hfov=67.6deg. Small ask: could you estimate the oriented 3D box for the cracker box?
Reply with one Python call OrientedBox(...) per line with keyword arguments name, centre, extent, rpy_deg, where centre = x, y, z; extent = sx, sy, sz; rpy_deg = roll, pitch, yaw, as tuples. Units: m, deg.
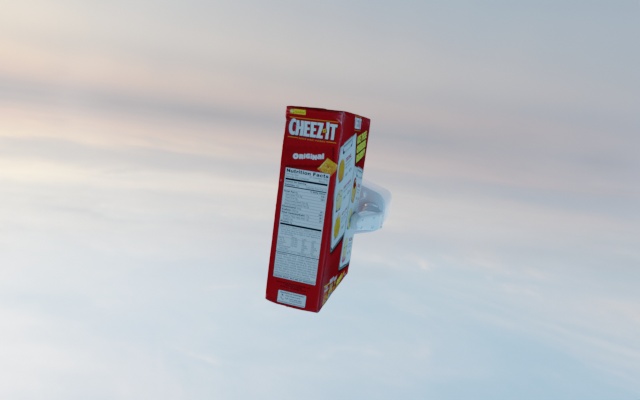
OrientedBox(name="cracker box", centre=(0.000, 0.002, 0.568), extent=(0.072, 0.214, 0.164), rpy_deg=(9, 9, 14))
